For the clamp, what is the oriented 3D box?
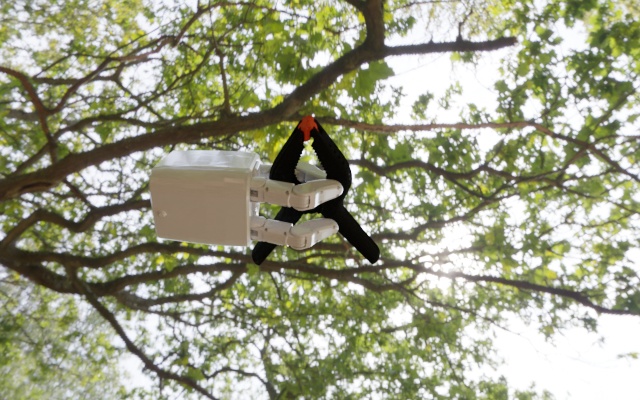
[{"bbox_3d":[0.000,0.001,0.568,0.164,0.210,0.036,4,36,-2],"label":"clamp"}]
